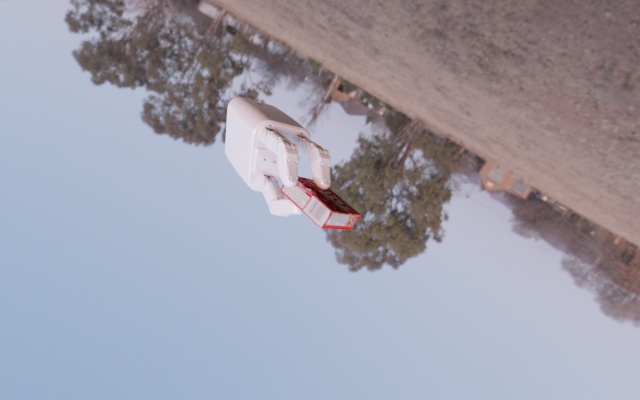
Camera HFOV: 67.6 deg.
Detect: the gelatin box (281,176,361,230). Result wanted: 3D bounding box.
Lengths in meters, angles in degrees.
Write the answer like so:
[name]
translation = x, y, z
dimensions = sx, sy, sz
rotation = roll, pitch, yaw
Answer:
[gelatin box]
translation = 0.000, 0.003, 0.641
dimensions = 0.089, 0.030, 0.073
rotation = 41, 18, 31
